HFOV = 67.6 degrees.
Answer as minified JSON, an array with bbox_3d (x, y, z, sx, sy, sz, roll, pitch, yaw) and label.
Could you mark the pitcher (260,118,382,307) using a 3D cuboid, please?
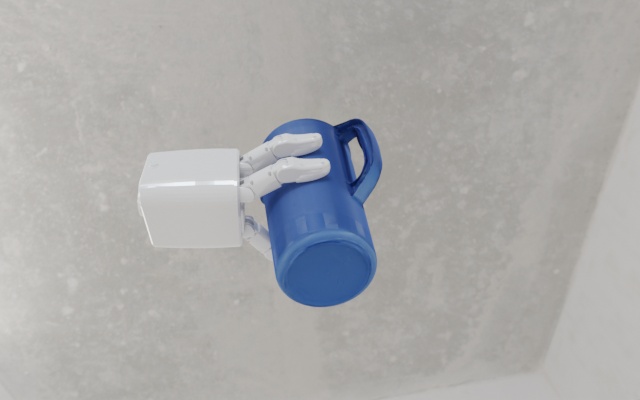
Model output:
[{"bbox_3d":[0.000,0.002,0.584,0.145,0.149,0.242,0,34,-10],"label":"pitcher"}]
